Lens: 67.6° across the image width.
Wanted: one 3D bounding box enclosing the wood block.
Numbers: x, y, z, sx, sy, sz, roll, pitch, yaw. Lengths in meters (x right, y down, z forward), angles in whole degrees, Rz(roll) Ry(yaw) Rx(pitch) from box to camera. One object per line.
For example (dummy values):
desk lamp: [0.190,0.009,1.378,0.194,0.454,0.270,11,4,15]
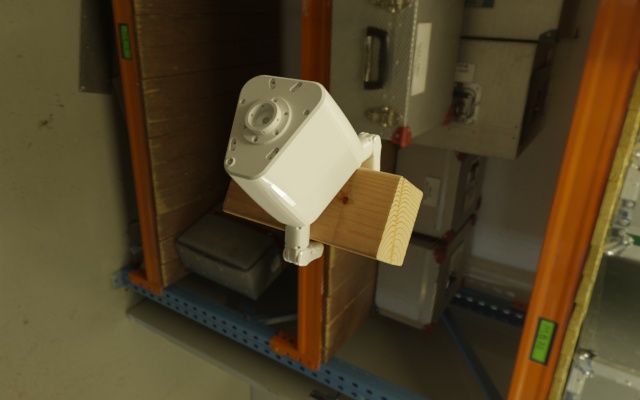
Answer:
wood block: [0.000,0.002,0.564,0.206,0.091,0.090,15,-4,29]
